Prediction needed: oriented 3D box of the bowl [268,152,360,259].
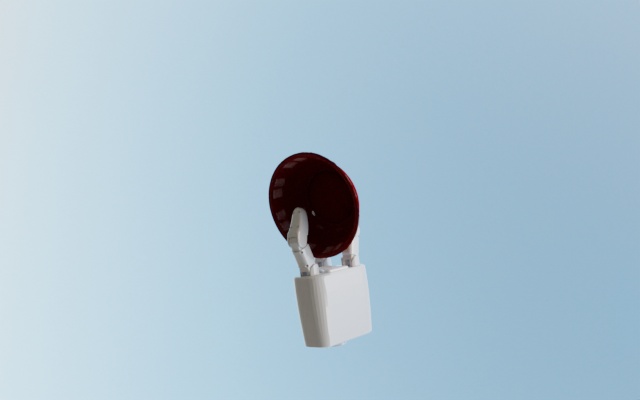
[{"bbox_3d":[0.000,0.001,0.717,0.162,0.162,0.055,0,15,35],"label":"bowl"}]
